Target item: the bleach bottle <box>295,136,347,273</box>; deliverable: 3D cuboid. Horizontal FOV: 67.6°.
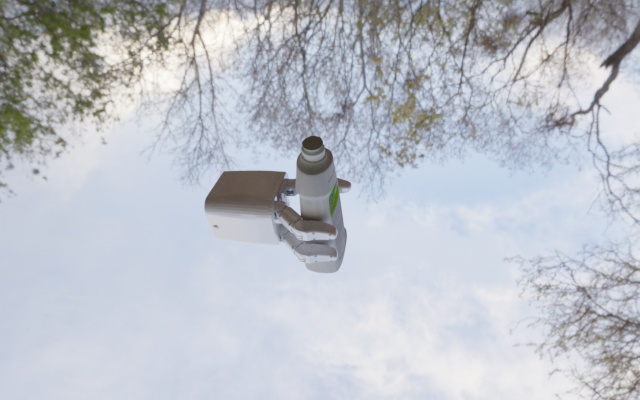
[{"bbox_3d":[0.000,0.002,0.715,0.068,0.102,0.251,4,-41,9],"label":"bleach bottle"}]
